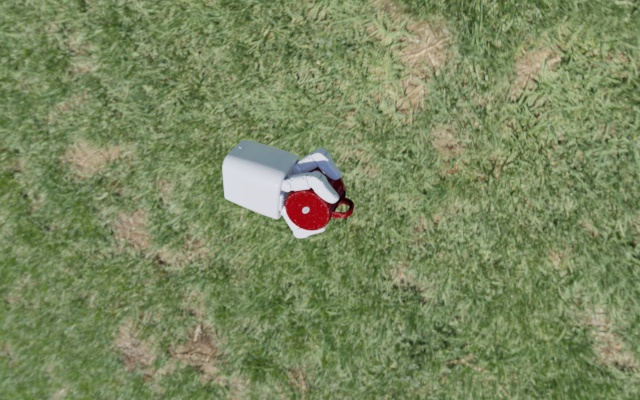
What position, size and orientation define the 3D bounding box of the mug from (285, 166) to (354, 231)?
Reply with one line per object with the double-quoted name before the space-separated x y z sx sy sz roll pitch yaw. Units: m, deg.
"mug" 0.001 0.003 0.822 0.117 0.093 0.081 19 35 8
